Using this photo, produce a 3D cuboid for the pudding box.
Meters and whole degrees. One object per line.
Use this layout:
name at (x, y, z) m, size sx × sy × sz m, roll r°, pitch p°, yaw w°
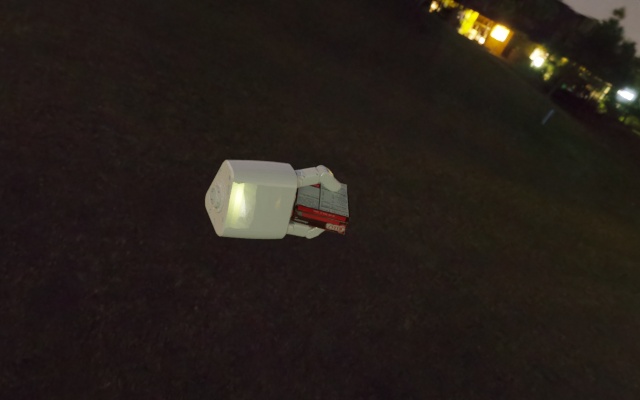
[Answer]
pudding box at (0.000, 0.002, 0.780) m, size 0.090 × 0.039 × 0.113 m, roll 16°, pitch 31°, yaw -8°
